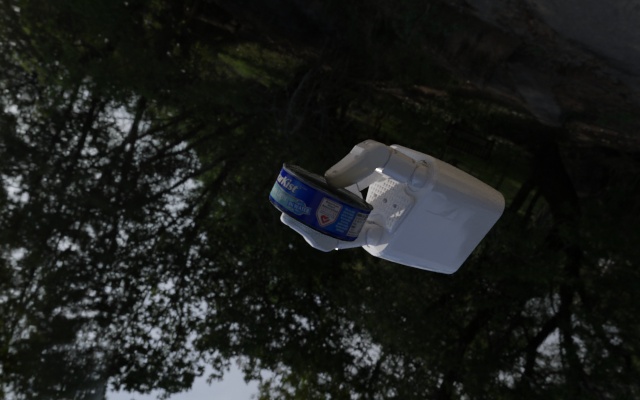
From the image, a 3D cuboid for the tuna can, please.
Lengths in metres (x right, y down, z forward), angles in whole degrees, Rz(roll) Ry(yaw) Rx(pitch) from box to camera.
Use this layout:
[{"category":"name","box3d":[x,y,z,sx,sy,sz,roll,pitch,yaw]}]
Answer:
[{"category":"tuna can","box3d":[0.000,0.002,0.410,0.086,0.034,0.086,26,8,-4]}]
